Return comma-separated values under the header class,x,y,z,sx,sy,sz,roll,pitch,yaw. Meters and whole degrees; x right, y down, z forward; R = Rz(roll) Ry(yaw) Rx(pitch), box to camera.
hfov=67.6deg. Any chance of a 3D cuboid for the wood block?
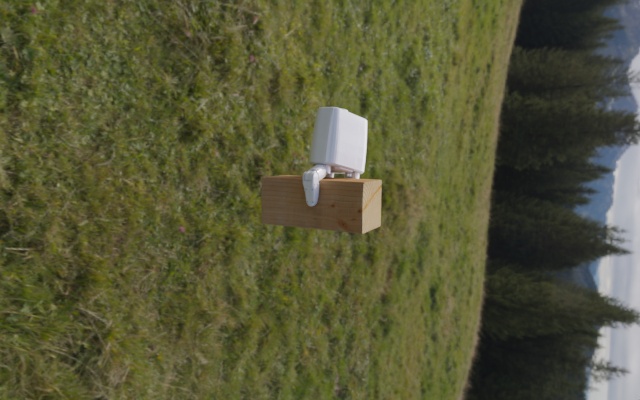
class,x,y,z,sx,sy,sz,roll,pitch,yaw
wood block,0.000,0.003,0.888,0.206,0.090,0.091,4,7,27
